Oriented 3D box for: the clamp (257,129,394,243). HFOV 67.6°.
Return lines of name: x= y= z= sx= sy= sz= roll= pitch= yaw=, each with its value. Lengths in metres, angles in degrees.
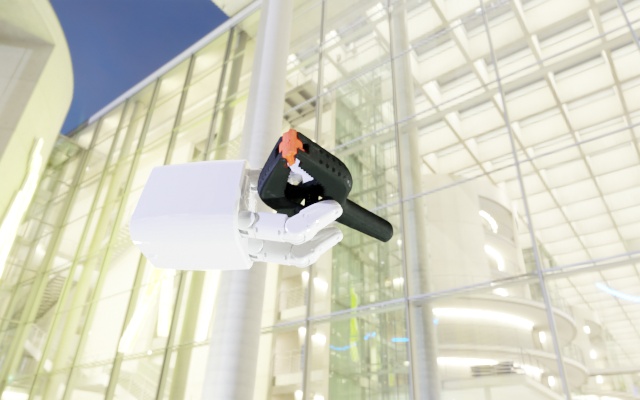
clamp: x=0.000 y=0.001 z=0.503 sx=0.164 sy=0.036 sz=0.210 roll=-5 pitch=-32 yaw=1
